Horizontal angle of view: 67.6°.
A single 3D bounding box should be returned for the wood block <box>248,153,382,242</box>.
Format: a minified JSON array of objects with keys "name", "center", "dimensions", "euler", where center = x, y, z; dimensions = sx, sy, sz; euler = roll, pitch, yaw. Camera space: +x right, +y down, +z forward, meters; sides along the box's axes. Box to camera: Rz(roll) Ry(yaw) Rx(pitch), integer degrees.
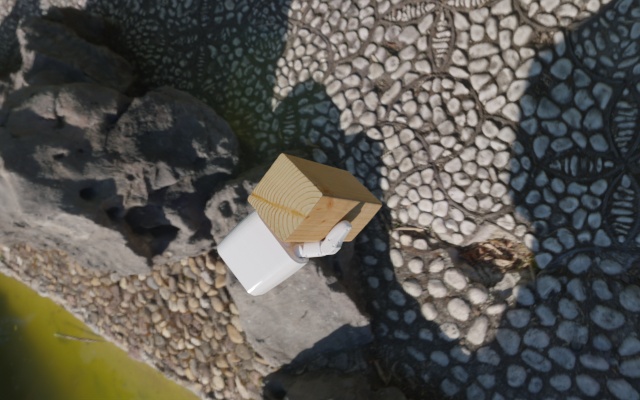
[{"name":"wood block","center":[0.000,0.003,0.734],"dimensions":[0.090,0.090,0.206],"euler":[47,18,24]}]
